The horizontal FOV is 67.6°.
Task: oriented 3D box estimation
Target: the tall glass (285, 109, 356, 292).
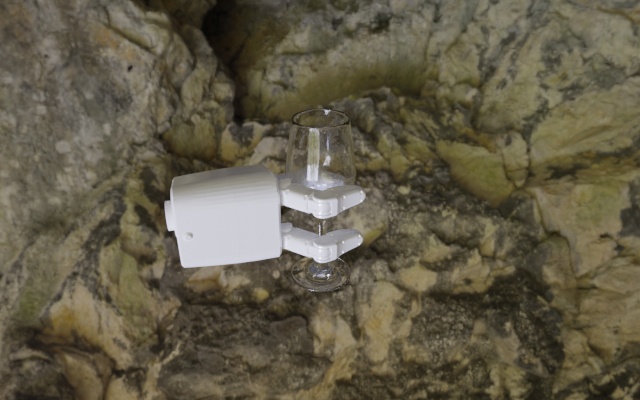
[{"bbox_3d":[0.000,0.002,0.543,0.079,0.201,0.079,0,28,0],"label":"tall glass"}]
